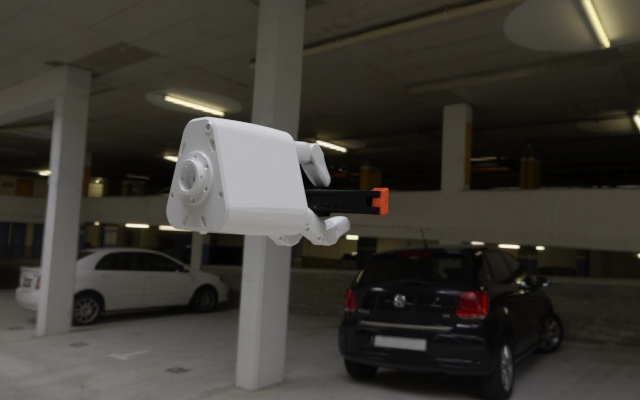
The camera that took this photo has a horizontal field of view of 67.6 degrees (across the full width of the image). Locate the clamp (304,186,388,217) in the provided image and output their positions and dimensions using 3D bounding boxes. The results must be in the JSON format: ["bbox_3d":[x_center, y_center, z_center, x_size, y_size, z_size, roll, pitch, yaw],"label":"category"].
[{"bbox_3d":[0.000,0.001,0.578,0.210,0.036,0.164,0,-2,38],"label":"clamp"}]
